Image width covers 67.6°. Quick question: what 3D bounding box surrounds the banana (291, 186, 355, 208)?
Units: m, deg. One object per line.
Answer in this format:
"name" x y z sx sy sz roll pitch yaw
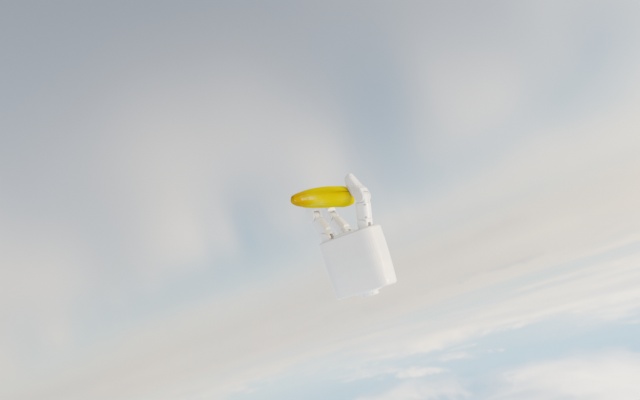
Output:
"banana" 0.018 -0.003 0.847 0.069 0.037 0.198 -19 -8 21
